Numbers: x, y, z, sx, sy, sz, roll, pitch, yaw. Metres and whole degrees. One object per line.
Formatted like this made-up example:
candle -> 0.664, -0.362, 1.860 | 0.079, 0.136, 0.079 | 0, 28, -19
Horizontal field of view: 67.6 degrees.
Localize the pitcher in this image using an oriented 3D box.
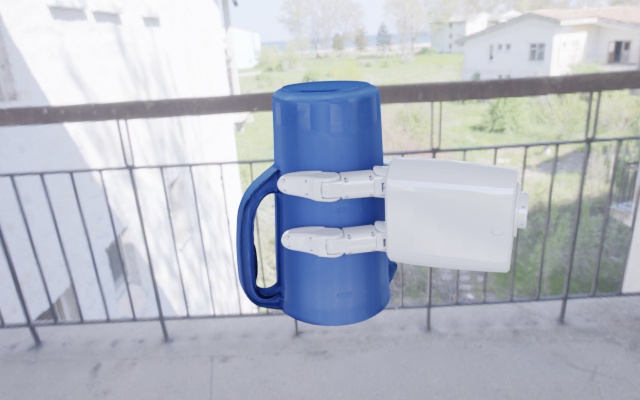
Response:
pitcher -> 0.000, 0.002, 0.509 | 0.145, 0.243, 0.149 | 6, 21, 23
